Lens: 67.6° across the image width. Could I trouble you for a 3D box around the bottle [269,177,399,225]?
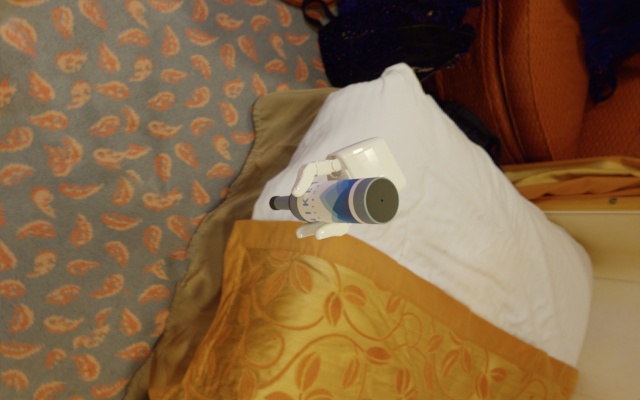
[{"bbox_3d":[0.000,0.003,0.779,0.069,0.069,0.295,0,-1,-36],"label":"bottle"}]
